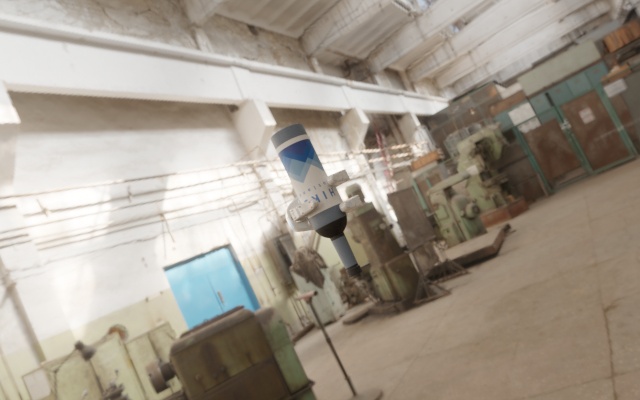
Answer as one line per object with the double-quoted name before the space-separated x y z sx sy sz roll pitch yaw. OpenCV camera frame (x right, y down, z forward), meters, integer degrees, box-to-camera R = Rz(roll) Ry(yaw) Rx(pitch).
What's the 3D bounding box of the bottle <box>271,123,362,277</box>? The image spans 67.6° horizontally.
"bottle" 0.000 0.003 0.882 0.069 0.295 0.069 -26 -5 -2
